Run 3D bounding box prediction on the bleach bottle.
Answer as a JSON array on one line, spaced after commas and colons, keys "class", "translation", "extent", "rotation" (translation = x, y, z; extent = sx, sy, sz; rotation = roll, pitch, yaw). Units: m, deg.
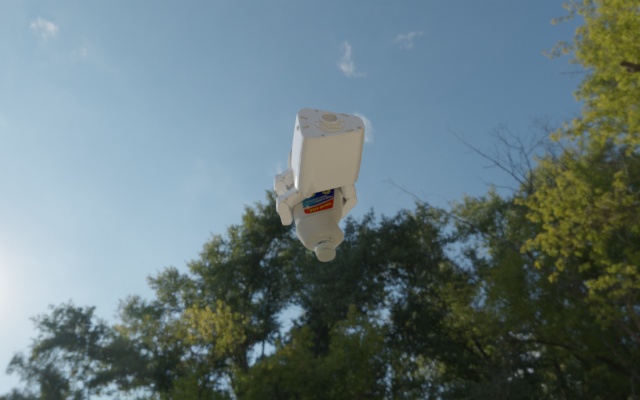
[{"class": "bleach bottle", "translation": [0.000, 0.003, 0.838], "extent": [0.102, 0.068, 0.250], "rotation": [-1, 42, -10]}]
